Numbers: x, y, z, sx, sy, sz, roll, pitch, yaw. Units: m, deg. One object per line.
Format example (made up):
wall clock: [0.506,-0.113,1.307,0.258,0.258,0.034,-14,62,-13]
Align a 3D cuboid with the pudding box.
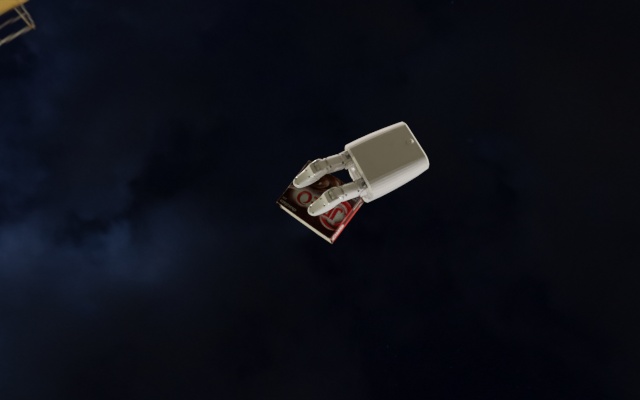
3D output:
pudding box: [0.000,0.003,0.782,0.113,0.090,0.039,33,-13,18]
